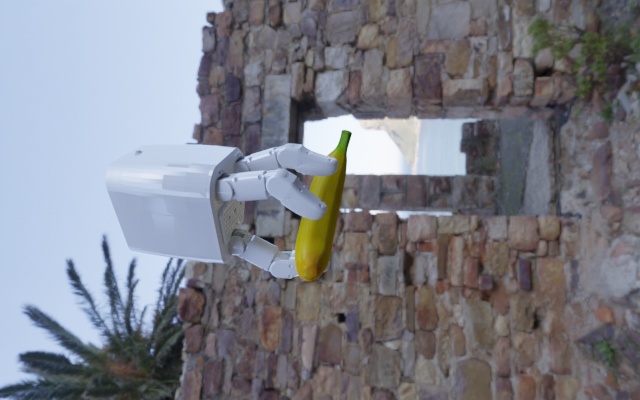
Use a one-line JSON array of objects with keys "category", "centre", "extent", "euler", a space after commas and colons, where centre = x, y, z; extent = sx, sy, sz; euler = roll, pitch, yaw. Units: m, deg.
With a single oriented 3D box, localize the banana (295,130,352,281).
[{"category": "banana", "centre": [0.000, 0.012, 0.486], "extent": [0.037, 0.197, 0.070], "euler": [9, -42, 5]}]
